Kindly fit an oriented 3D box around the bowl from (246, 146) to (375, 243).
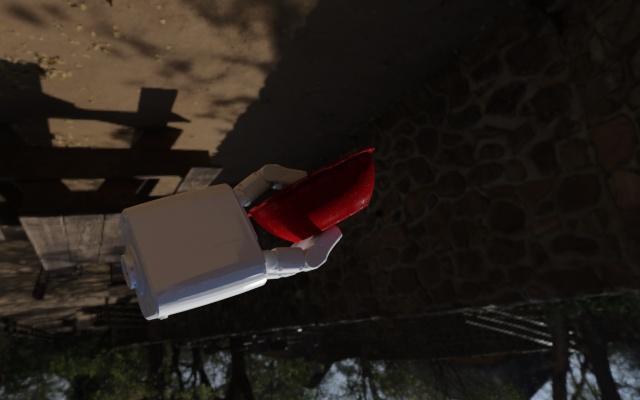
[{"bbox_3d":[0.001,0.002,0.529,0.162,0.055,0.162,-28,-1,-1],"label":"bowl"}]
